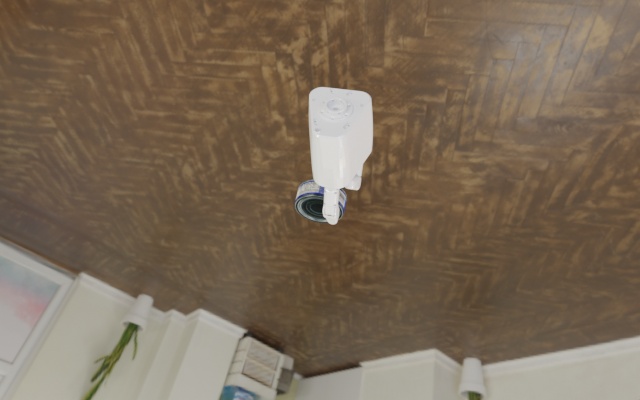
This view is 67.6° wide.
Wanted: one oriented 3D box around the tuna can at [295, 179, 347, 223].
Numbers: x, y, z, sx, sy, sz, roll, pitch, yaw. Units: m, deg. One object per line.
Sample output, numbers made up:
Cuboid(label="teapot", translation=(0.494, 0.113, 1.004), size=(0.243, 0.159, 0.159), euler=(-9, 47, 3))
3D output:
Cuboid(label="tuna can", translation=(0.000, 0.003, 0.810), size=(0.086, 0.033, 0.086), euler=(8, -34, 6))
